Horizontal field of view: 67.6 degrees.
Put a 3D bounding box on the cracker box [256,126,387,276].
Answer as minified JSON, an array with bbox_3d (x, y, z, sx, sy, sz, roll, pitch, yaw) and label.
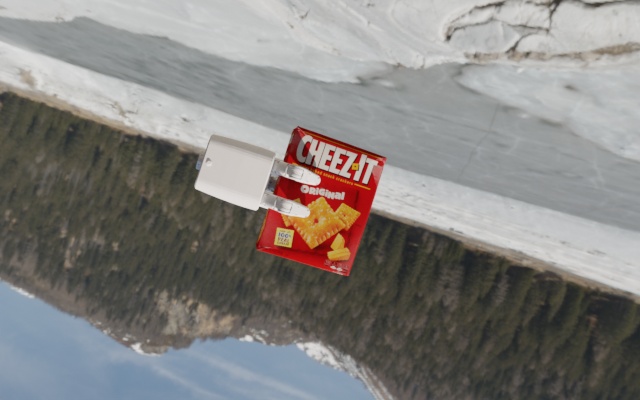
[{"bbox_3d":[0.000,0.003,0.809,0.164,0.213,0.072,18,1,-10],"label":"cracker box"}]
